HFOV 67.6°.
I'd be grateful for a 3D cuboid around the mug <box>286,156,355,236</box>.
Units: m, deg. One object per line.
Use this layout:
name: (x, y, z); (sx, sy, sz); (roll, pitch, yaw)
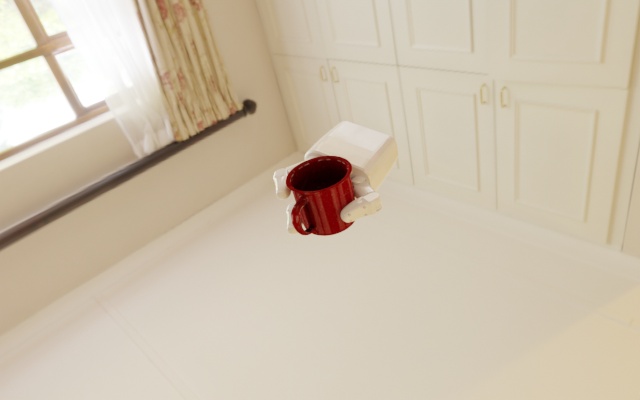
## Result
mug: (-0.001, 0.003, 0.663); (0.093, 0.082, 0.117); (9, 41, 32)
